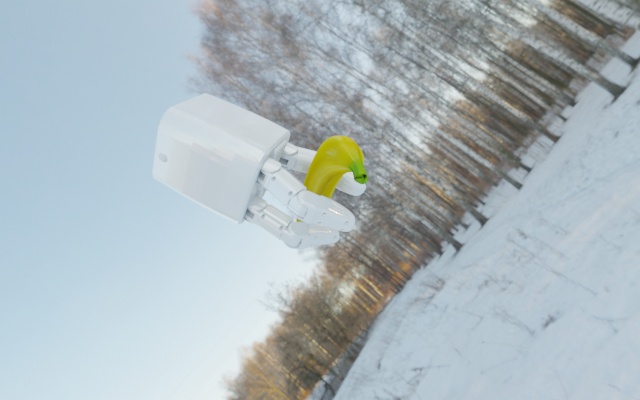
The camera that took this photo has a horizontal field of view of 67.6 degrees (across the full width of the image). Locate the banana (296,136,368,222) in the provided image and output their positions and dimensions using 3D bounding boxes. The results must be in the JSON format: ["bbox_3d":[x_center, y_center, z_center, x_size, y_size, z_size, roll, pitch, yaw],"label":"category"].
[{"bbox_3d":[0.004,-0.017,0.499,0.037,0.069,0.198,13,-23,-10],"label":"banana"}]
